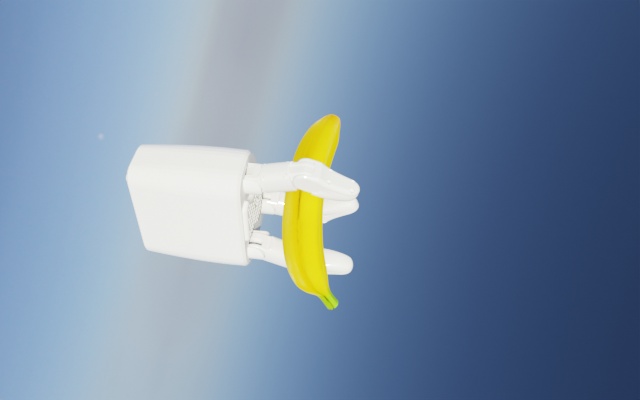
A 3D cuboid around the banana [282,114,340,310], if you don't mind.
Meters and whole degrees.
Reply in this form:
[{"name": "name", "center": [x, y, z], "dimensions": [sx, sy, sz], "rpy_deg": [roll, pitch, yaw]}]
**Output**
[{"name": "banana", "center": [-0.008, 0.000, 0.453], "dimensions": [0.037, 0.197, 0.070], "rpy_deg": [-3, -15, 24]}]
